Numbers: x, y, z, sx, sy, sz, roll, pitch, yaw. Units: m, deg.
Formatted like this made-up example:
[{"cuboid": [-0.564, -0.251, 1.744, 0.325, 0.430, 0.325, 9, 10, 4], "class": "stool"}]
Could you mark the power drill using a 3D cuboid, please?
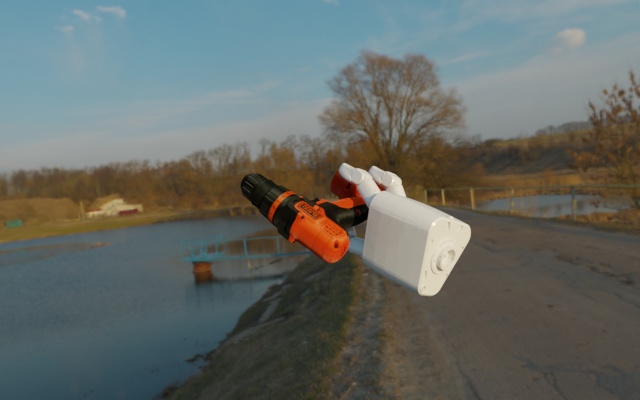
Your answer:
[{"cuboid": [0.001, 0.002, 0.701, 0.184, 0.057, 0.187, 37, 36, 23], "class": "power drill"}]
